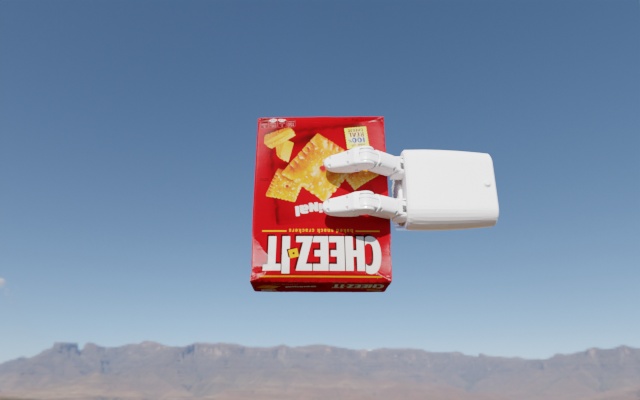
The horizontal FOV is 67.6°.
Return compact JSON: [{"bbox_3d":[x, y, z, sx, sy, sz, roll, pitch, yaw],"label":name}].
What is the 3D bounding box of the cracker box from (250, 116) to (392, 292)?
[{"bbox_3d":[0.000,0.002,0.593,0.164,0.213,0.072,0,-20,-1],"label":"cracker box"}]
